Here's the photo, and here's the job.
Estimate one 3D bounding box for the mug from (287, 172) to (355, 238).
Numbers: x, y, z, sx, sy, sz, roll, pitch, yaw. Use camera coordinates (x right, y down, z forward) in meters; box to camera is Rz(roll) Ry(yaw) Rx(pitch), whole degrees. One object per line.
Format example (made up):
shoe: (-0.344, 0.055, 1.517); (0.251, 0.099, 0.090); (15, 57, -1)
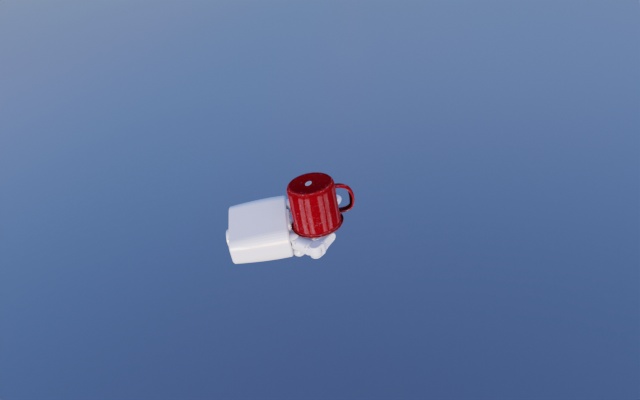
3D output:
mug: (0.002, 0.002, 0.816); (0.117, 0.081, 0.093); (-10, 31, 1)
